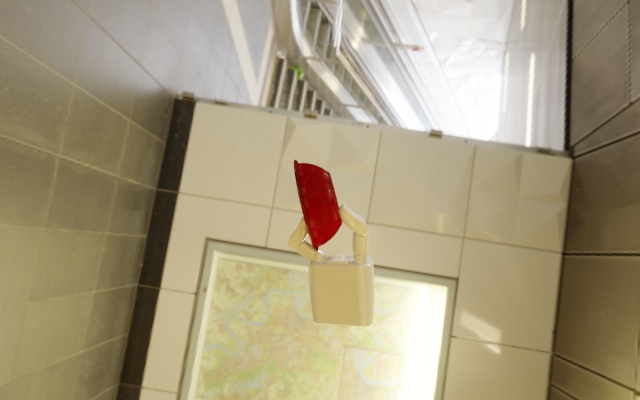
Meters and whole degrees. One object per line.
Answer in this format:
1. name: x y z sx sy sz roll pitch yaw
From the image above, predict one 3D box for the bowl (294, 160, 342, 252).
1. bowl: 0.000 0.001 0.812 0.055 0.162 0.162 -14 -1 3
